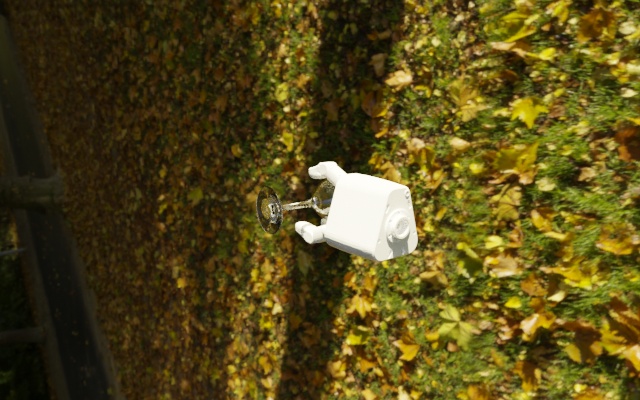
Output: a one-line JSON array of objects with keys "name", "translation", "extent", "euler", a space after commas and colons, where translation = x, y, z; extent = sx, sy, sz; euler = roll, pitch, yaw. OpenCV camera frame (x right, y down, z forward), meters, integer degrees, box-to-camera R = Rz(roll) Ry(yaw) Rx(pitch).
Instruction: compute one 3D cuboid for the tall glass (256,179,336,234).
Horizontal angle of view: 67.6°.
[{"name": "tall glass", "translation": [-0.001, 0.003, 0.785], "extent": [0.201, 0.079, 0.079], "euler": [-9, 5, -36]}]
